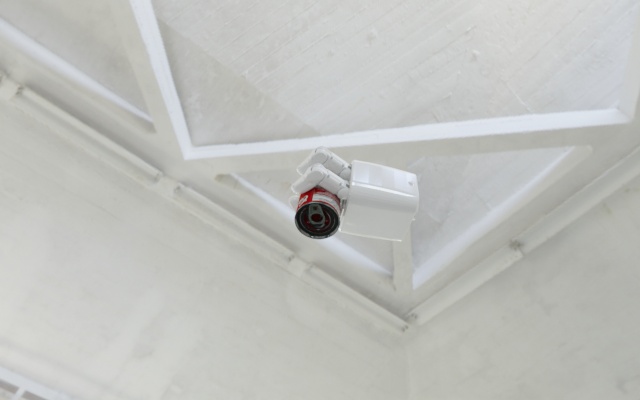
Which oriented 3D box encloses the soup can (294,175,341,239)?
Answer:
[{"bbox_3d":[0.000,0.002,0.743,0.068,0.068,0.102,0,34,7],"label":"soup can"}]
